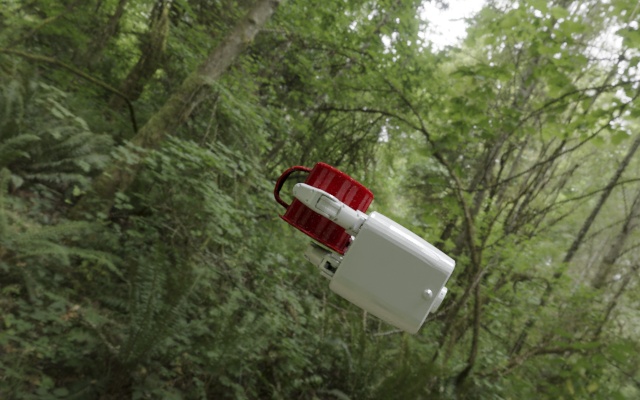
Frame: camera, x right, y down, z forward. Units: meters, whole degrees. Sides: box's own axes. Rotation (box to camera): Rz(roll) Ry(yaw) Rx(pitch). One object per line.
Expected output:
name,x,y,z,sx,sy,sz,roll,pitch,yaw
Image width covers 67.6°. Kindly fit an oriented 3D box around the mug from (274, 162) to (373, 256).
mug,-0.001,0.001,0.575,0.117,0.081,0.093,31,-2,9
